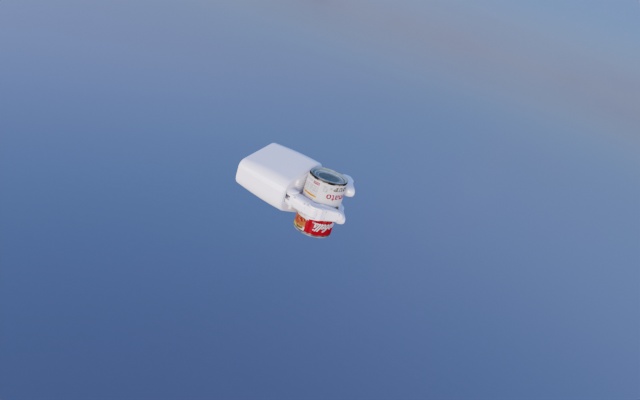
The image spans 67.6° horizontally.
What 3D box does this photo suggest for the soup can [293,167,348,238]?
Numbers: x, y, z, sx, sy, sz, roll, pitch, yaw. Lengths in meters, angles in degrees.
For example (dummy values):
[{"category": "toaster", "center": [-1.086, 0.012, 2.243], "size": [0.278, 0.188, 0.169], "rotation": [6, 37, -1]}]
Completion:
[{"category": "soup can", "center": [0.001, 0.003, 0.808], "size": [0.068, 0.102, 0.068], "rotation": [16, 22, -7]}]
